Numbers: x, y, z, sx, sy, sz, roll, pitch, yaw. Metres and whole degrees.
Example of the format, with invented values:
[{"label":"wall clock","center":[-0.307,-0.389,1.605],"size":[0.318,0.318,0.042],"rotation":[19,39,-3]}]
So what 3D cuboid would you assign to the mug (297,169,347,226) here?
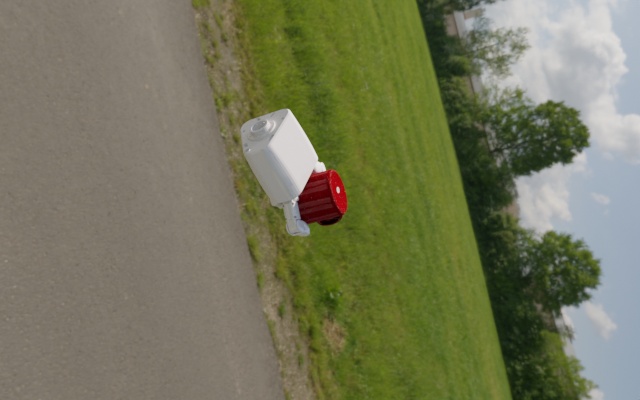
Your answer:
[{"label":"mug","center":[0.001,0.004,0.831],"size":[0.081,0.093,0.117],"rotation":[-15,-49,19]}]
